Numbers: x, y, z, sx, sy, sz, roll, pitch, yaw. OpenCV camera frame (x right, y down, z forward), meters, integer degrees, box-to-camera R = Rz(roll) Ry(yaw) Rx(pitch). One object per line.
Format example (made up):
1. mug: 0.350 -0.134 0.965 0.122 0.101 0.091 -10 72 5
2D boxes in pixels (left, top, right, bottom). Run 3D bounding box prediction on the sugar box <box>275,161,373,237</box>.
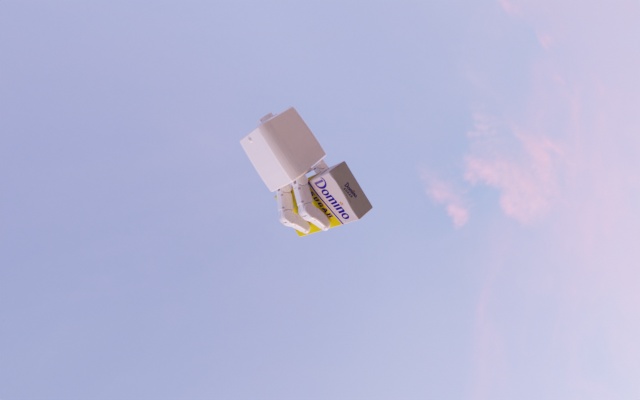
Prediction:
1. sugar box: 0.000 0.003 0.822 0.048 0.093 0.176 -38 10 -34
